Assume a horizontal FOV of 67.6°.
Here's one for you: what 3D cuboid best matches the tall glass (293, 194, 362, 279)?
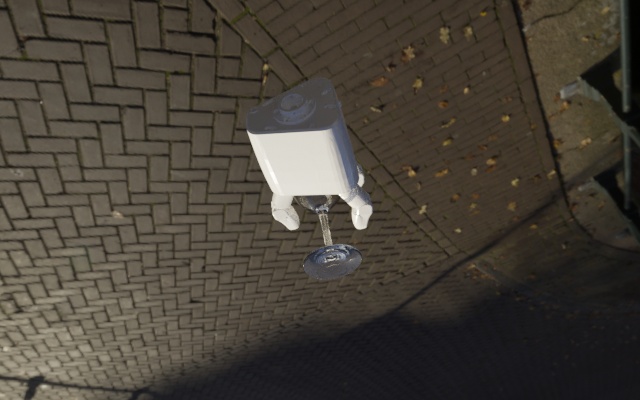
[{"bbox_3d":[0.000,0.003,0.651,0.079,0.200,0.079,-7,-40,-6],"label":"tall glass"}]
